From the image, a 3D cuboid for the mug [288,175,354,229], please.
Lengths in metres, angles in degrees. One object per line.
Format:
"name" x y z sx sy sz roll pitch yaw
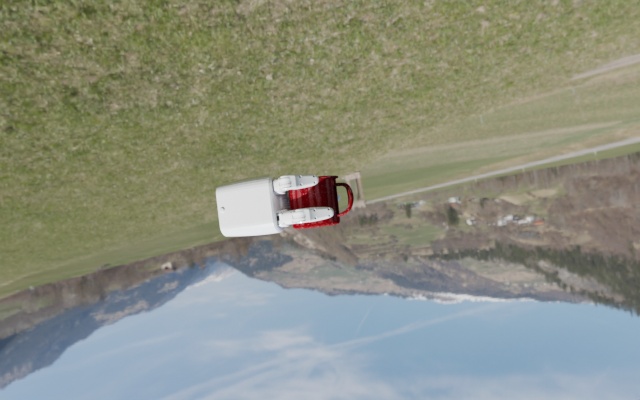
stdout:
"mug" 0.002 0.003 0.803 0.117 0.081 0.093 -7 -2 20
